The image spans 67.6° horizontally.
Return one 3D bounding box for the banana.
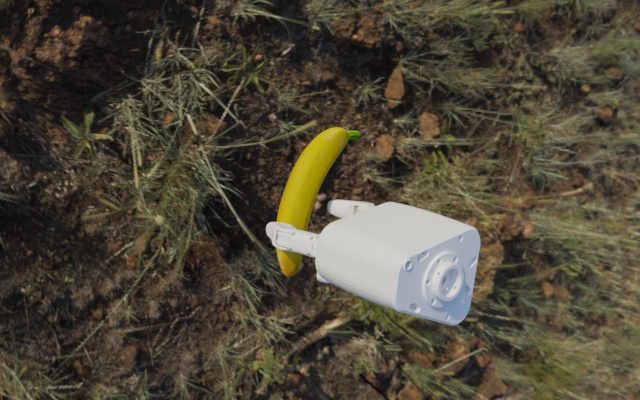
[{"bbox_3d":[-0.011,-0.009,0.554,0.070,0.198,0.037,32,-10,-36],"label":"banana"}]
